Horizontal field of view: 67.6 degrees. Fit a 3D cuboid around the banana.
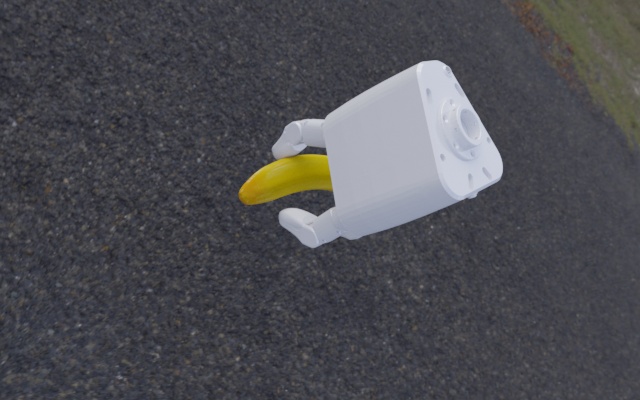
[{"bbox_3d":[0.003,-0.016,0.511,0.198,0.069,0.037,13,-20,-39],"label":"banana"}]
